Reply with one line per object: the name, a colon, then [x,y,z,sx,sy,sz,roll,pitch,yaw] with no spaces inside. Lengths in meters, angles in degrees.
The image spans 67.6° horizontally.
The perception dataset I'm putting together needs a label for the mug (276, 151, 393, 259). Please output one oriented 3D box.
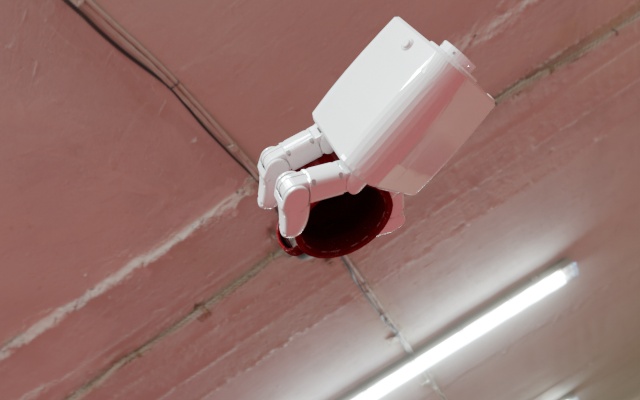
mug: [-0.001,0.002,0.450,0.093,0.117,0.081,23,28,-41]
